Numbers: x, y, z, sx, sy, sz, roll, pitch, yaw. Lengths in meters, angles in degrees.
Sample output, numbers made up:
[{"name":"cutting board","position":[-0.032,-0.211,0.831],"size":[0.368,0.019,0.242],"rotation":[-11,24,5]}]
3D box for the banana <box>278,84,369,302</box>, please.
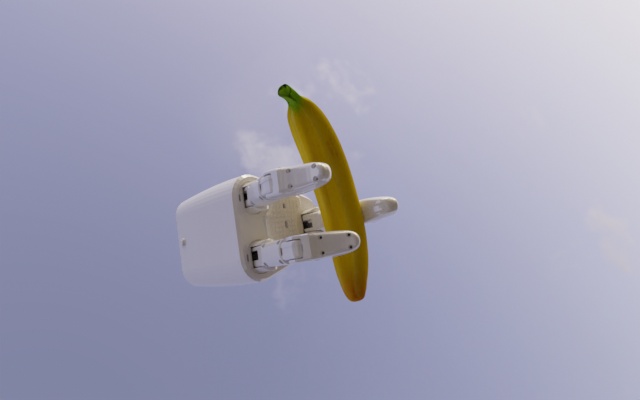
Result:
[{"name":"banana","position":[0.007,-0.008,0.427],"size":[0.037,0.198,0.069],"rotation":[-13,15,30]}]
